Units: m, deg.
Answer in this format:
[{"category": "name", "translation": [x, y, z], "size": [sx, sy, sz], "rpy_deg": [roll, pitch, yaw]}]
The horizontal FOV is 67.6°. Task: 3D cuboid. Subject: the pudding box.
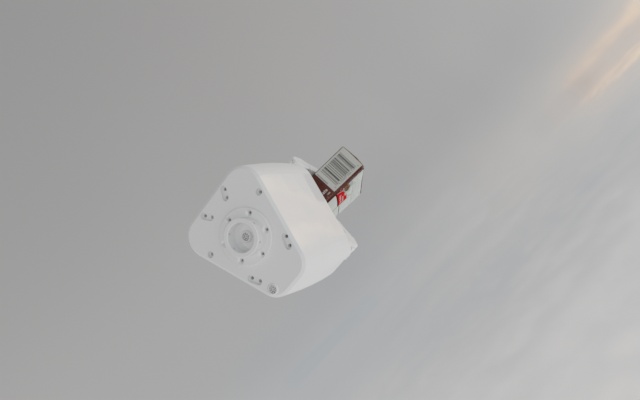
[{"category": "pudding box", "translation": [0.000, 0.002, 0.559], "size": [0.113, 0.039, 0.090], "rpy_deg": [-42, -14, -11]}]
